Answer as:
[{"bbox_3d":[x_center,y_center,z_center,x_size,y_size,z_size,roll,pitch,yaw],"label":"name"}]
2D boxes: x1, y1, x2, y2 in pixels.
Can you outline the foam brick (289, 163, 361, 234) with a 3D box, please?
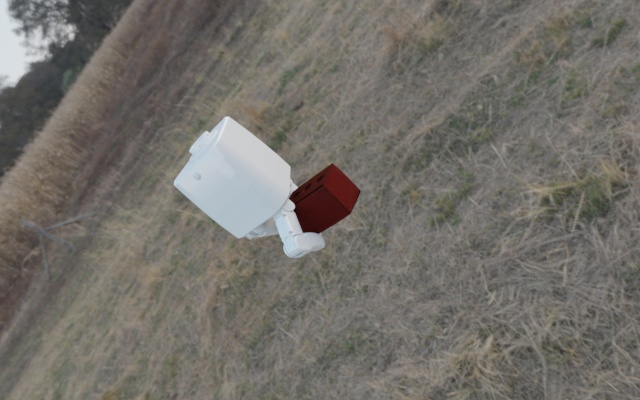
[{"bbox_3d":[0.000,0.002,0.590,0.078,0.051,0.053,-34,17,33],"label":"foam brick"}]
